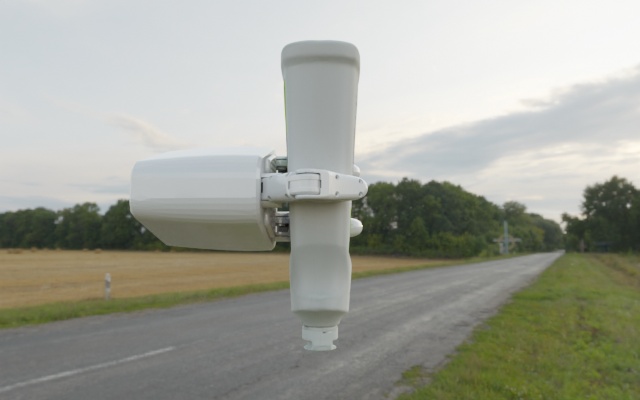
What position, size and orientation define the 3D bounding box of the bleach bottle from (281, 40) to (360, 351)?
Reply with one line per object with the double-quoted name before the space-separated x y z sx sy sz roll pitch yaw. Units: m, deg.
"bleach bottle" 0.000 0.001 0.414 0.068 0.251 0.102 0 -5 2
